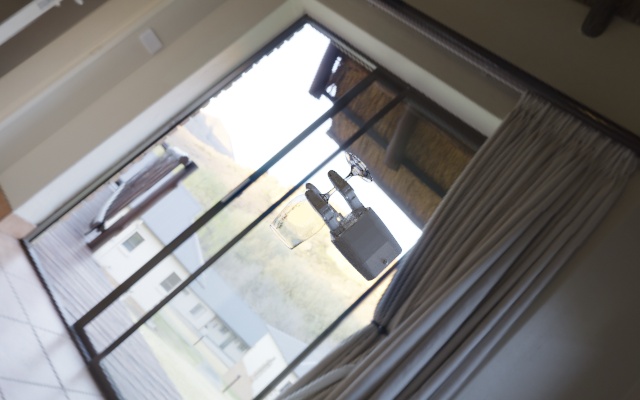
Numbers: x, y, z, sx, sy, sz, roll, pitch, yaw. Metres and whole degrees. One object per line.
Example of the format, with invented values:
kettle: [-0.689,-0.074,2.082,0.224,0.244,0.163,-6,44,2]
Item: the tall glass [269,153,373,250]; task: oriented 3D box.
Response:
tall glass: [0.001,0.002,0.886,0.201,0.079,0.079,-41,10,-11]
